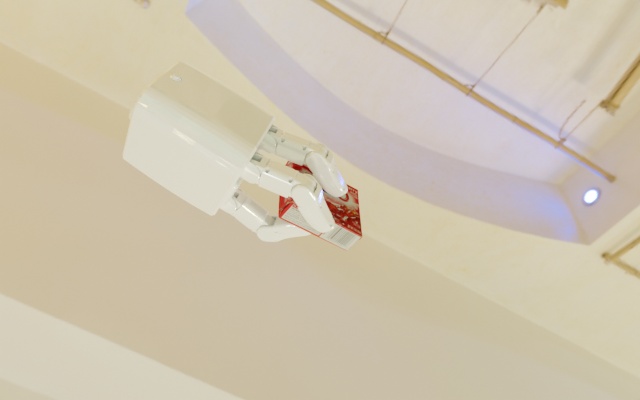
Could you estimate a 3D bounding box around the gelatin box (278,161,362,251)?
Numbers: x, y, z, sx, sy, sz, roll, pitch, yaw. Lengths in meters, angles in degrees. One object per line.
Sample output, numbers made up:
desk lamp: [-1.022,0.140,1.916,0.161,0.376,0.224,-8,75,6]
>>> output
gelatin box: [0.000,0.002,0.497,0.089,0.073,0.030,28,-54,-24]
